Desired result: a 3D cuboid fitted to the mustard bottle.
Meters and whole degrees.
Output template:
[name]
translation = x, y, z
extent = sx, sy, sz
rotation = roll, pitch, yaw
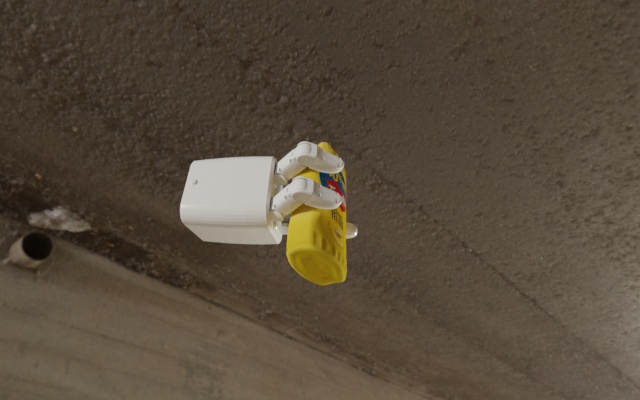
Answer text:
[mustard bottle]
translation = 0.000, 0.002, 0.602
extent = 0.058, 0.191, 0.096
rotation = -16, -41, 23
